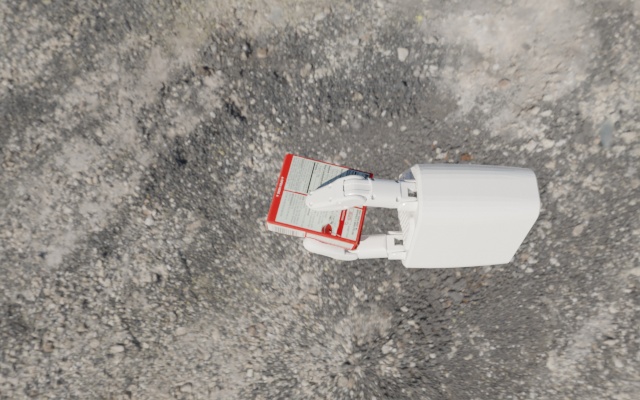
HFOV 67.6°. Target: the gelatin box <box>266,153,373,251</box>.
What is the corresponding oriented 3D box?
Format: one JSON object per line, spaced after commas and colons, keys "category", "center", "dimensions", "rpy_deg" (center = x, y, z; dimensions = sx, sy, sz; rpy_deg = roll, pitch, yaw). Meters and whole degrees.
{"category": "gelatin box", "center": [0.000, 0.001, 0.457], "dimensions": [0.089, 0.073, 0.030], "rpy_deg": [14, -19, 0]}
